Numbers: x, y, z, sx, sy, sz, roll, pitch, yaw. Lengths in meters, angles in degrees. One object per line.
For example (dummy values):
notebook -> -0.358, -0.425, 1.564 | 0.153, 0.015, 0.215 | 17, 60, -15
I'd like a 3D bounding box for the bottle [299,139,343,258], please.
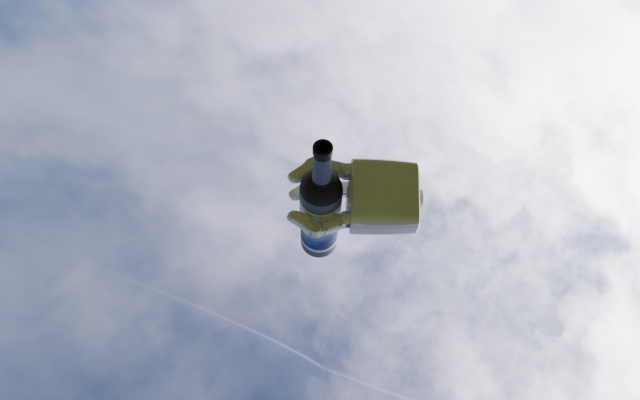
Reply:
bottle -> 0.000, 0.003, 0.751 | 0.069, 0.069, 0.296 | 0, -29, -1
